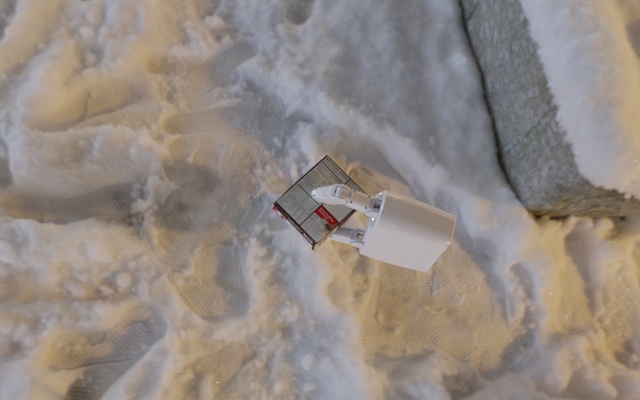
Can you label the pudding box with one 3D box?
[{"bbox_3d":[0.000,0.002,0.699,0.113,0.090,0.039,-42,-9,-19],"label":"pudding box"}]
